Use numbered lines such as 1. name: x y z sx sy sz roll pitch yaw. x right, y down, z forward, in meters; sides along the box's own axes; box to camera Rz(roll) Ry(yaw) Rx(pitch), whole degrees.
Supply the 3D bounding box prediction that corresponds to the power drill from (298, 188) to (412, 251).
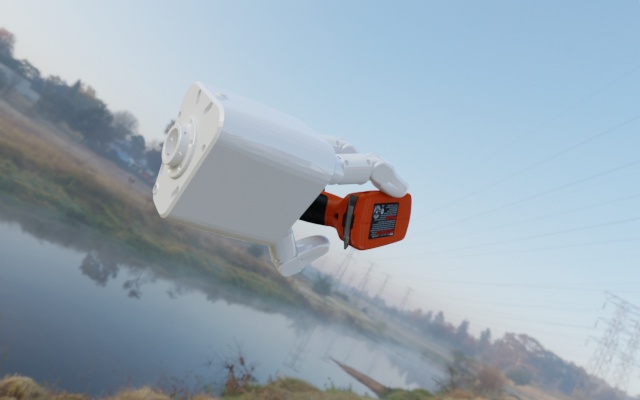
1. power drill: 0.000 0.002 0.526 0.187 0.057 0.184 12 10 34
